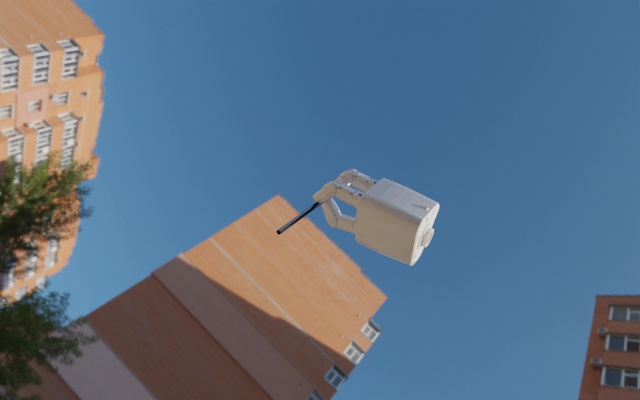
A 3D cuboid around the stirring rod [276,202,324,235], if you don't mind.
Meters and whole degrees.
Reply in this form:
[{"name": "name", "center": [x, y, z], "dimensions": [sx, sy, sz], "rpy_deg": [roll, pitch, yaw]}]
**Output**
[{"name": "stirring rod", "center": [0.000, 0.003, 0.822], "dimensions": [0.011, 0.011, 0.239], "rpy_deg": [0, 23, 36]}]
